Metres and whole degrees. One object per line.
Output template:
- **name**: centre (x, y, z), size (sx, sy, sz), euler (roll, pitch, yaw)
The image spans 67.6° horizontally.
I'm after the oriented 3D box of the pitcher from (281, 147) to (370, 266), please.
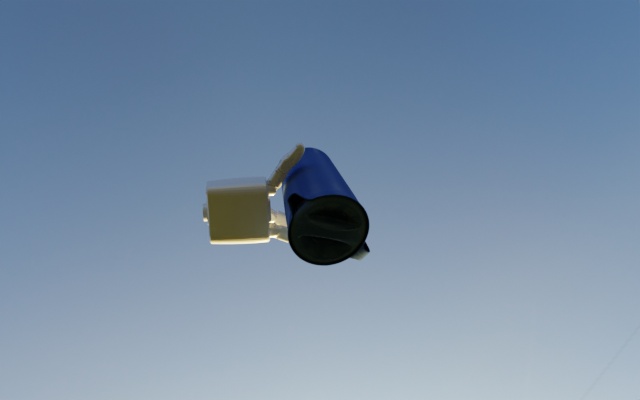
- **pitcher**: centre (0.000, 0.003, 0.861), size (0.145, 0.149, 0.242), euler (-5, 29, -9)
